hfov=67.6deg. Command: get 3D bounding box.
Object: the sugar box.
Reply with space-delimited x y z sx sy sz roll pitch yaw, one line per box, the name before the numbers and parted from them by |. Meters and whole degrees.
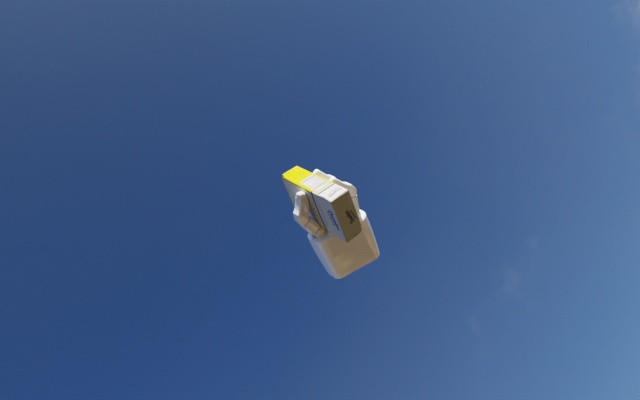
sugar box | 0.001 0.003 0.874 0.048 0.093 0.176 -35 34 -21
